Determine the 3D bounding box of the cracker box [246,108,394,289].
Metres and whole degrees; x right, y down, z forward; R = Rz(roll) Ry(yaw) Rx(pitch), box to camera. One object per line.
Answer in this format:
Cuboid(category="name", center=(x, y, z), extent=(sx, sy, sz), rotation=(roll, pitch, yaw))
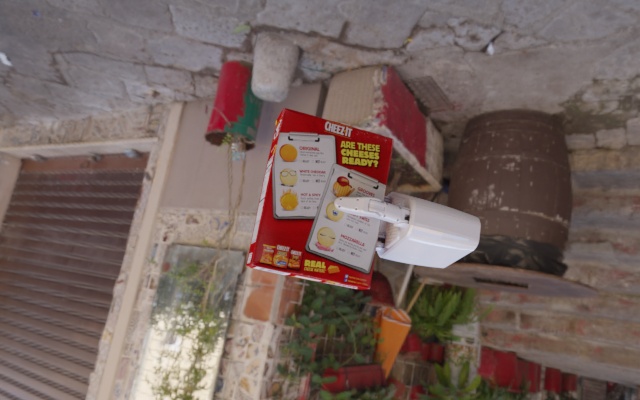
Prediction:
Cuboid(category="cracker box", center=(0.000, 0.002, 0.658), extent=(0.164, 0.213, 0.072), rotation=(14, -13, -15))
